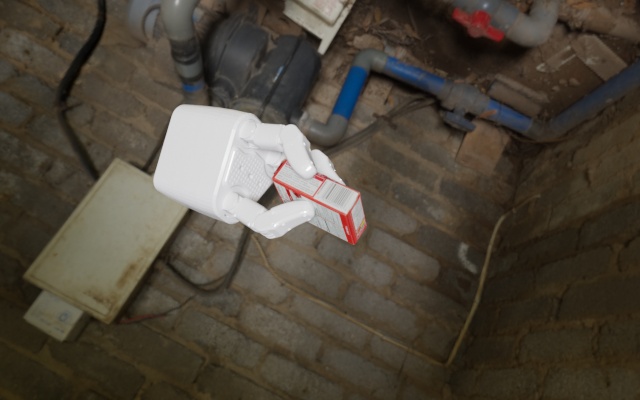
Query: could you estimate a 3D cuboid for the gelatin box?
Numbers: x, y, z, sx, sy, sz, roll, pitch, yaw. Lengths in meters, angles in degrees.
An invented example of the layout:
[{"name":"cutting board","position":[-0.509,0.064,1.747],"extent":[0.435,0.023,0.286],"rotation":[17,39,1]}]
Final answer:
[{"name":"gelatin box","position":[0.000,0.002,0.482],"extent":[0.089,0.030,0.073],"rotation":[26,-20,22]}]
